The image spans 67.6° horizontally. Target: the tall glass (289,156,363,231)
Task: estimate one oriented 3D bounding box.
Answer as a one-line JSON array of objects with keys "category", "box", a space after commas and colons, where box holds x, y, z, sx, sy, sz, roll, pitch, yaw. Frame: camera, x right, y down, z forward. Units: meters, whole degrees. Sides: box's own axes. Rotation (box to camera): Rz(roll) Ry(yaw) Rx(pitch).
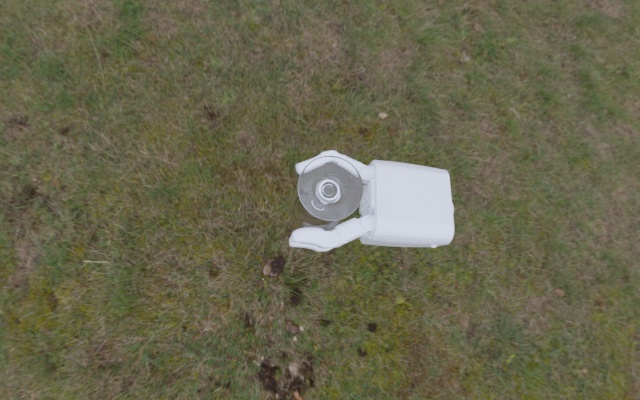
[{"category": "tall glass", "box": [0.000, 0.002, 0.630, 0.079, 0.079, 0.201, 0, -9, -7]}]
